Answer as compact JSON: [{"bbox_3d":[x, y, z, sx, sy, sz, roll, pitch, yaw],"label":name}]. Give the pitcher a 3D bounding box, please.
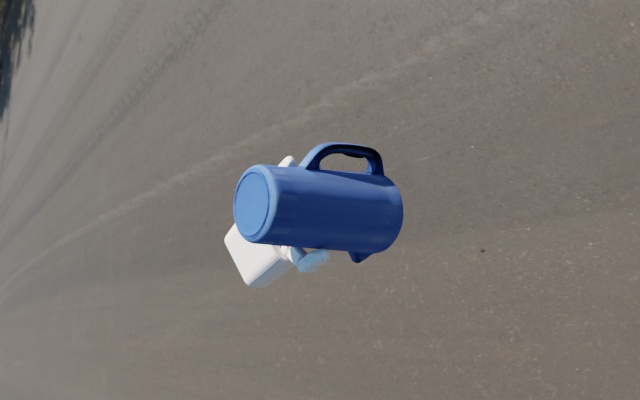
[{"bbox_3d":[0.000,0.002,0.715,0.243,0.149,0.145,6,-36,-40],"label":"pitcher"}]
